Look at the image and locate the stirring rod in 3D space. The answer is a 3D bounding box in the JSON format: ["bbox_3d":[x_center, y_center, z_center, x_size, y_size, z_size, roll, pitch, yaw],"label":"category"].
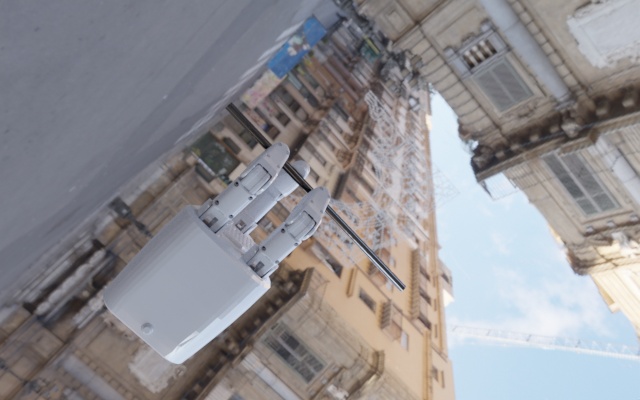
[{"bbox_3d":[0.000,0.001,0.445,0.011,0.239,0.011,-41,12,11],"label":"stirring rod"}]
